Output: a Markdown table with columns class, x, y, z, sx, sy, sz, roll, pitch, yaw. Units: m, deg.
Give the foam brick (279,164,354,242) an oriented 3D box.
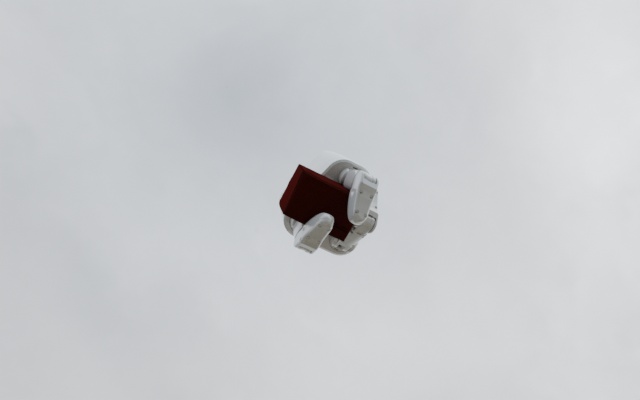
| class | x | y | z | sx | sy | sz | roll | pitch | yaw |
| --- | --- | --- | --- | --- | --- | --- | --- | --- | --- |
| foam brick | 0.000 | 0.002 | 0.527 | 0.078 | 0.053 | 0.051 | 26 | 8 | -16 |
